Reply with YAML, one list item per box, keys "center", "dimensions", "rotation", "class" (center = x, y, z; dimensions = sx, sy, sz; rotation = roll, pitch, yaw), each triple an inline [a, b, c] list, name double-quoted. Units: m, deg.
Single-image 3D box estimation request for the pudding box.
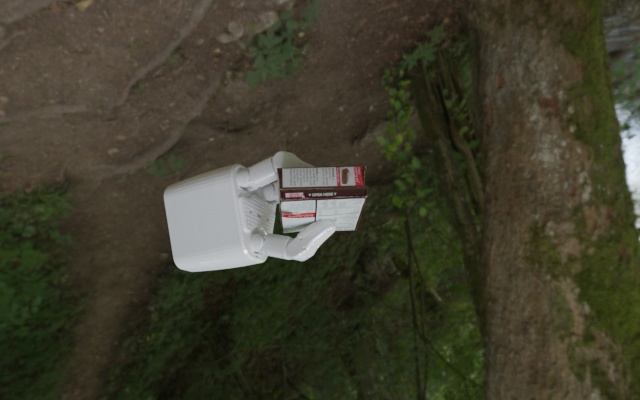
- center: [0.000, 0.002, 0.517]
  dimensions: [0.090, 0.039, 0.113]
  rotation: [-3, -19, -3]
  class: "pudding box"
